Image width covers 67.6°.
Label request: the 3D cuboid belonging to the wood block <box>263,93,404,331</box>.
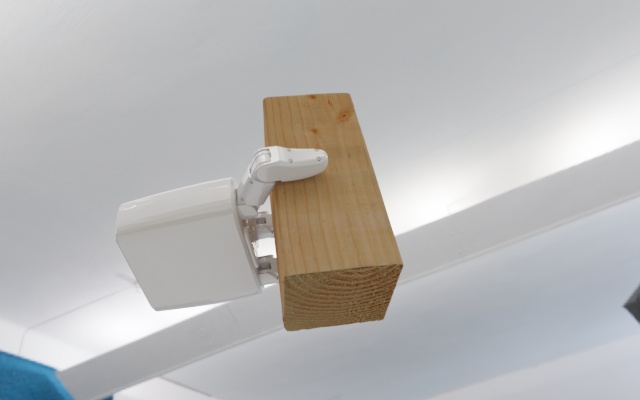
[{"bbox_3d":[0.000,0.001,0.440,0.090,0.206,0.091,-5,-40,-8],"label":"wood block"}]
